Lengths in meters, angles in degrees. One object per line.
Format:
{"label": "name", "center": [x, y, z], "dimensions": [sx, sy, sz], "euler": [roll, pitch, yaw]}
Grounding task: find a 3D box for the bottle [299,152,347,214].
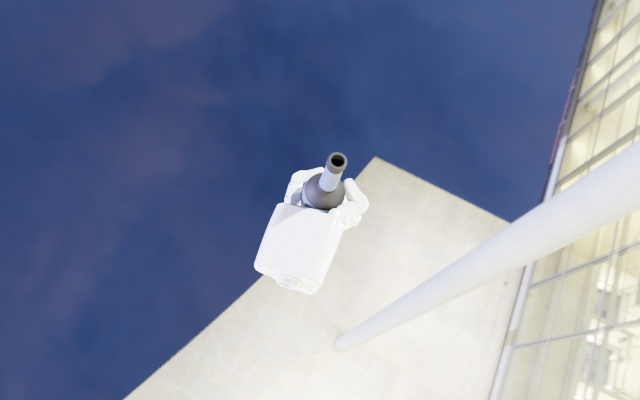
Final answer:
{"label": "bottle", "center": [0.000, 0.003, 0.786], "dimensions": [0.069, 0.069, 0.296], "euler": [0, -23, -10]}
